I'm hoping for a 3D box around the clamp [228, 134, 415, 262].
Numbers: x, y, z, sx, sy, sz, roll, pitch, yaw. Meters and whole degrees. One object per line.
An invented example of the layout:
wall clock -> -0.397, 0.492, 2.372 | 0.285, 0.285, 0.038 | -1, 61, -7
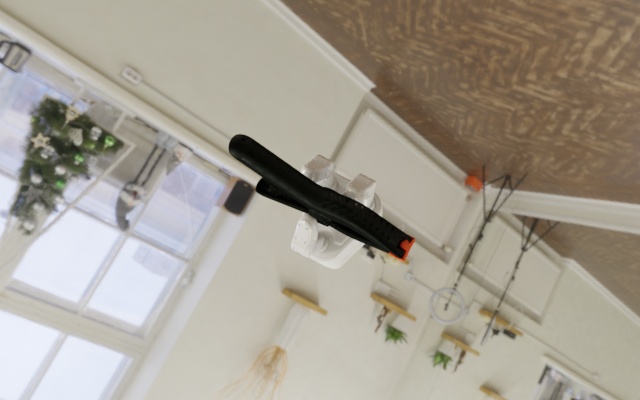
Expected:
clamp -> 0.000, 0.003, 0.508 | 0.210, 0.036, 0.165 | 26, -10, 15
